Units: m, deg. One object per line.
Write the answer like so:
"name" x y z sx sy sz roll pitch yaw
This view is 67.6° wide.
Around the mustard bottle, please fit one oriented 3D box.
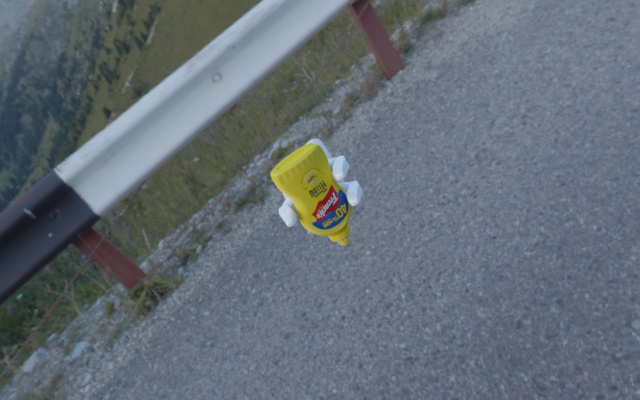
"mustard bottle" 0.000 0.003 0.831 0.096 0.192 0.058 -39 26 -16
